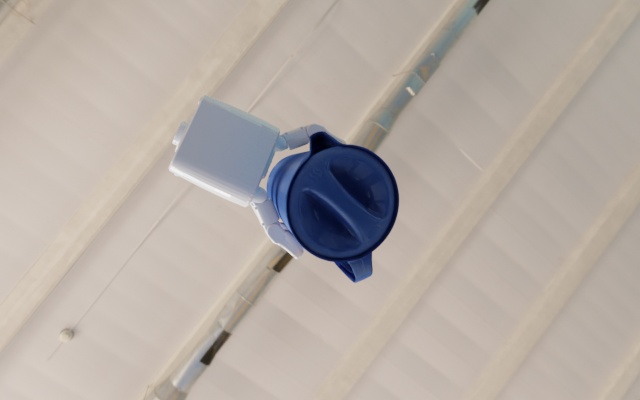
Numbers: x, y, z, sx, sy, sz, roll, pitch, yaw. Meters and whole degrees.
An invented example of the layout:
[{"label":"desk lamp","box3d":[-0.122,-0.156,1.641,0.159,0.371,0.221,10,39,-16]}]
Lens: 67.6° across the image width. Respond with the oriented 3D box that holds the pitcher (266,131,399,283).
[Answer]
[{"label":"pitcher","box3d":[0.000,0.002,0.642,0.145,0.149,0.243,24,0,-16]}]
